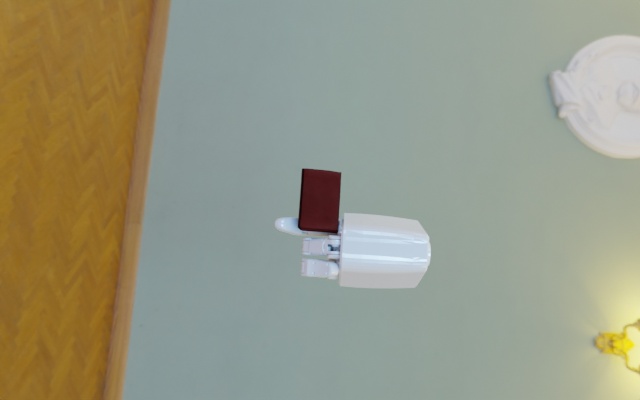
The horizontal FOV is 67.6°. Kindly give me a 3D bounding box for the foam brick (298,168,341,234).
[{"bbox_3d":[0.000,0.002,0.625,0.051,0.078,0.053,3,-7,3],"label":"foam brick"}]
